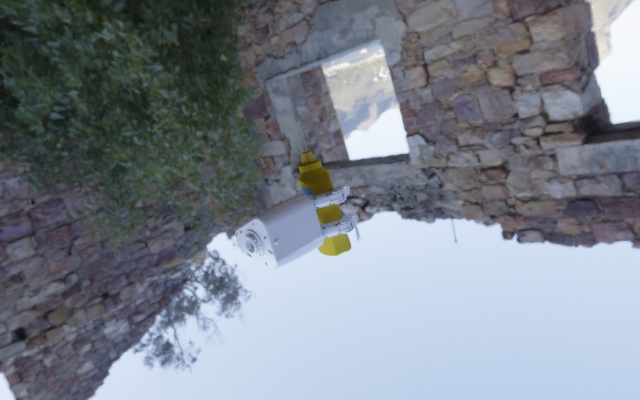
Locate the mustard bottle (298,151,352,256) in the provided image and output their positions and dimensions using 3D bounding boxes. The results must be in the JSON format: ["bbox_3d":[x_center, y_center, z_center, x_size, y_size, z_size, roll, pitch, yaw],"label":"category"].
[{"bbox_3d":[0.000,0.003,0.879,0.058,0.192,0.096,-20,12,-15],"label":"mustard bottle"}]
